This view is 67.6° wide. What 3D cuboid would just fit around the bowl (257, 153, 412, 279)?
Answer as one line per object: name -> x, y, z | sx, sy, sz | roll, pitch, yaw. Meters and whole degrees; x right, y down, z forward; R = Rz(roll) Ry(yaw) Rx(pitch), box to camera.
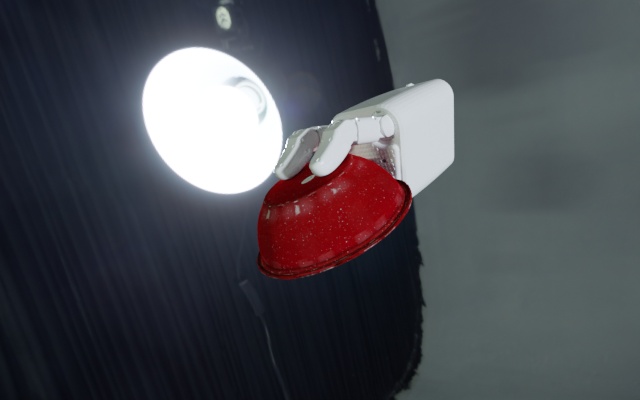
bowl -> -0.001, 0.002, 0.445 | 0.162, 0.055, 0.162 | -24, 21, 10
